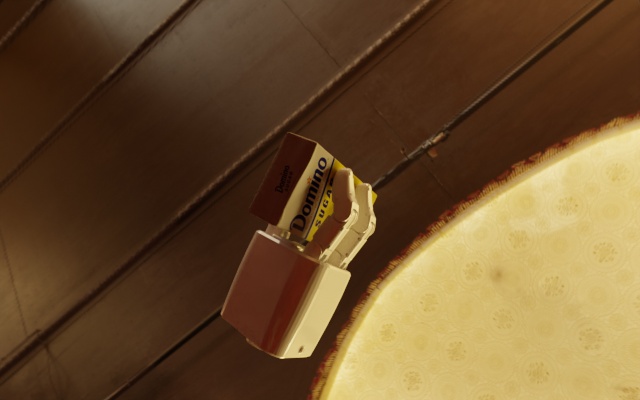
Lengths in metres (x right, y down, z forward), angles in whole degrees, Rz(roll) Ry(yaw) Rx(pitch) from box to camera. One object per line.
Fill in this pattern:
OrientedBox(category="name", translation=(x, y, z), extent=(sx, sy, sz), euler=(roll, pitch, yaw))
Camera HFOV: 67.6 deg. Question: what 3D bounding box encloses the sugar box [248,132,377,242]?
OrientedBox(category="sugar box", translation=(0.001, 0.002, 0.539), extent=(0.048, 0.093, 0.176), euler=(24, -4, 28))
